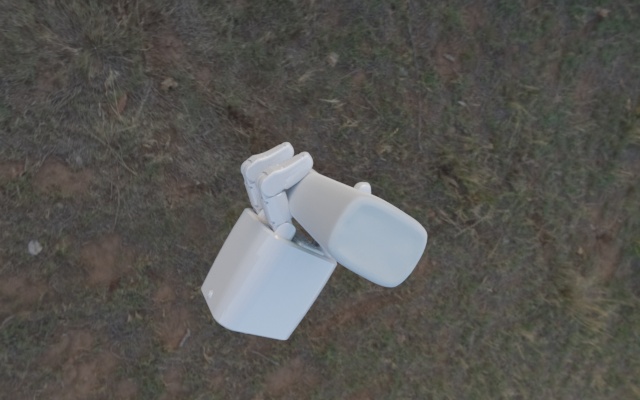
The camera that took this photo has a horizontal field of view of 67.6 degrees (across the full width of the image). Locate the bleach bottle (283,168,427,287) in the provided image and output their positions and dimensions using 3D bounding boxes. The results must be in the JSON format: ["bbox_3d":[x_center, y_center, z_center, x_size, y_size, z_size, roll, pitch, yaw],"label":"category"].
[{"bbox_3d":[0.000,0.002,0.517,0.102,0.068,0.250,30,2,-30],"label":"bleach bottle"}]
